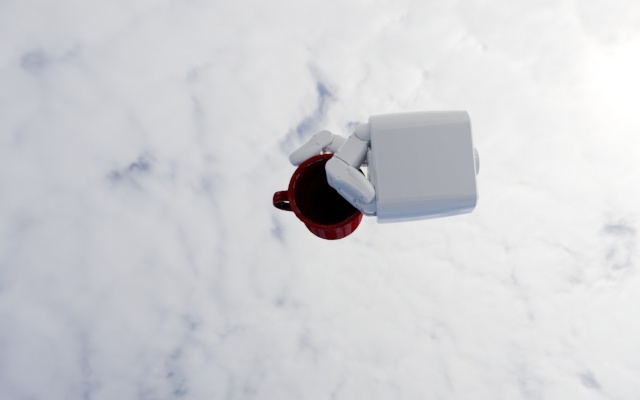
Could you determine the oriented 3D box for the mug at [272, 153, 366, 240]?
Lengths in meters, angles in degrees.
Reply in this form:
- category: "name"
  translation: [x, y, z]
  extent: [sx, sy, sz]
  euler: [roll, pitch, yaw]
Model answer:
- category: "mug"
  translation: [-0.001, 0.002, 0.582]
  extent: [0.117, 0.093, 0.081]
  euler: [-3, -18, 5]
